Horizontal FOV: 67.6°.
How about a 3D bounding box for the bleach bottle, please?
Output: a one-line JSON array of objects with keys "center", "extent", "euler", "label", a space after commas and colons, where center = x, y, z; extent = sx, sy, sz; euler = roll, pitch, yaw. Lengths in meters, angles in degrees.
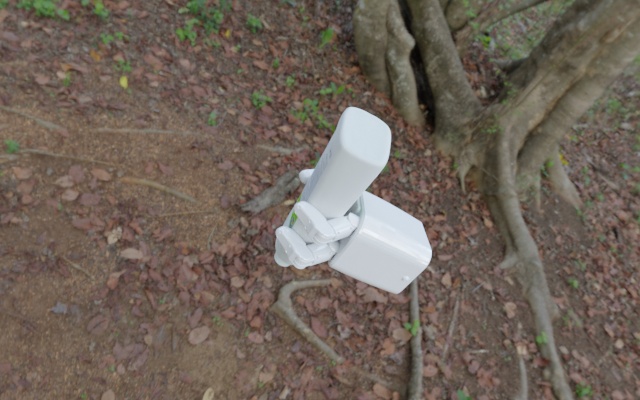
[{"center": [0.000, 0.002, 0.638], "extent": [0.068, 0.102, 0.251], "euler": [26, -49, -10], "label": "bleach bottle"}]
